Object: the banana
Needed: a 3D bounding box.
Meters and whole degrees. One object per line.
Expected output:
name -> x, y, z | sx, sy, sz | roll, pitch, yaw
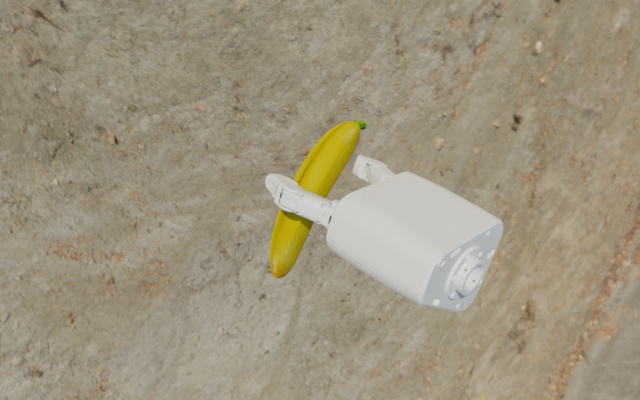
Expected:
banana -> -0.006, -0.006, 0.497 | 0.037, 0.198, 0.070 | 30, -2, 29
